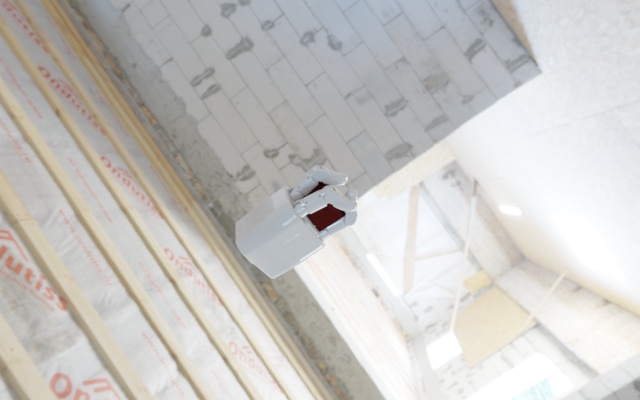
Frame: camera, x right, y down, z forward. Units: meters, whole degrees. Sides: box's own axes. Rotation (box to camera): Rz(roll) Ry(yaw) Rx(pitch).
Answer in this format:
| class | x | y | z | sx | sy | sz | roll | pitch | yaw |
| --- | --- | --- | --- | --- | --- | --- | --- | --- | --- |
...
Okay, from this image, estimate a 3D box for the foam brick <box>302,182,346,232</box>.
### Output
| class | x | y | z | sx | sy | sz | roll | pitch | yaw |
| --- | --- | --- | --- | --- | --- | --- | --- | --- | --- |
| foam brick | 0.000 | 0.002 | 0.782 | 0.051 | 0.053 | 0.078 | -33 | 26 | 6 |
